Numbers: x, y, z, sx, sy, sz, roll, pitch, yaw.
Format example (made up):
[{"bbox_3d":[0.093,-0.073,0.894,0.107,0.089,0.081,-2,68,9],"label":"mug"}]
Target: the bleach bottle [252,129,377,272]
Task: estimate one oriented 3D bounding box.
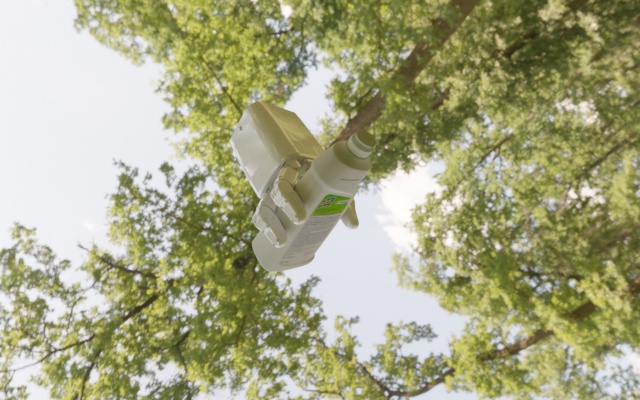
[{"bbox_3d":[0.000,0.002,0.645,0.102,0.068,0.251,-9,-32,-42],"label":"bleach bottle"}]
